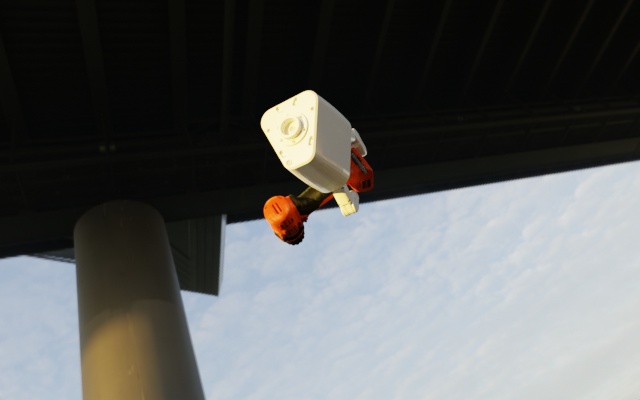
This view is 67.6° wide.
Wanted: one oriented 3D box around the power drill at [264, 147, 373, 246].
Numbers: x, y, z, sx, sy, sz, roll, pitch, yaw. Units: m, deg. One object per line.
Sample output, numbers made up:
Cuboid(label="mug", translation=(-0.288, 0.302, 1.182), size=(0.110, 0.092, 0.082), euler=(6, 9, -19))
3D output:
Cuboid(label="power drill", translation=(0.000, 0.002, 0.803), size=(0.187, 0.057, 0.184), euler=(-36, -16, -5))
